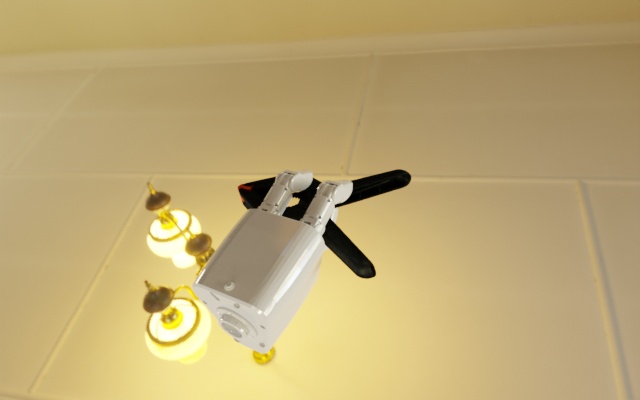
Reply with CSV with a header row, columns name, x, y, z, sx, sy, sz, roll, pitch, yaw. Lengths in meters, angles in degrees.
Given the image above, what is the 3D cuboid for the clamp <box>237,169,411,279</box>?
name,x,y,z,sx,sy,sz,roll,pitch,yaw
clamp,0.000,0.003,0.580,0.210,0.036,0.164,15,48,25
